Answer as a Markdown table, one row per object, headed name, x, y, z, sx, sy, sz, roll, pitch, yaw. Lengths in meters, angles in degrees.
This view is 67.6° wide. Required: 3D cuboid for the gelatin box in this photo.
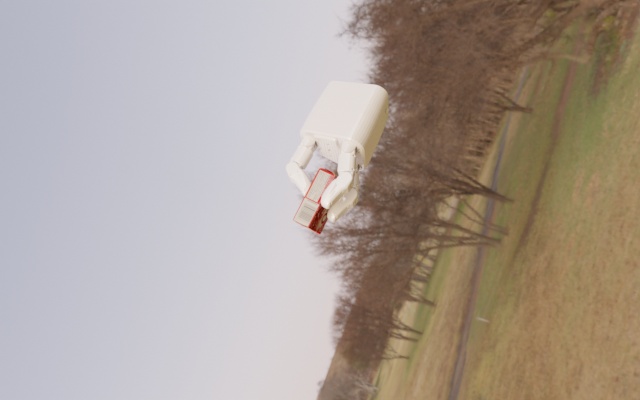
| name | x | y | z | sx | sy | sz | roll | pitch | yaw |
| --- | --- | --- | --- | --- | --- | --- | --- | --- | --- |
| gelatin box | 0.000 | 0.002 | 0.717 | 0.030 | 0.089 | 0.073 | 26 | -4 | 17 |
